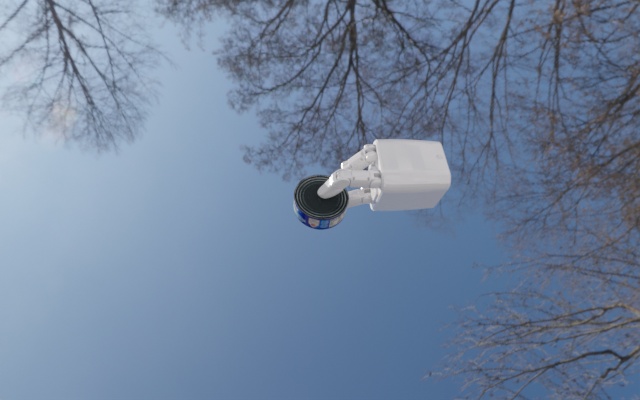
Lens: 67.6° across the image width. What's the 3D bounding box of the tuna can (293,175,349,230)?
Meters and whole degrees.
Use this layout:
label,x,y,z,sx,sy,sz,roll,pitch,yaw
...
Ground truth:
label,x,y,z,sx,sy,sz,roll,pitch,yaw
tuna can,0.000,0.003,0.749,0.086,0.086,0.034,0,-36,-7
